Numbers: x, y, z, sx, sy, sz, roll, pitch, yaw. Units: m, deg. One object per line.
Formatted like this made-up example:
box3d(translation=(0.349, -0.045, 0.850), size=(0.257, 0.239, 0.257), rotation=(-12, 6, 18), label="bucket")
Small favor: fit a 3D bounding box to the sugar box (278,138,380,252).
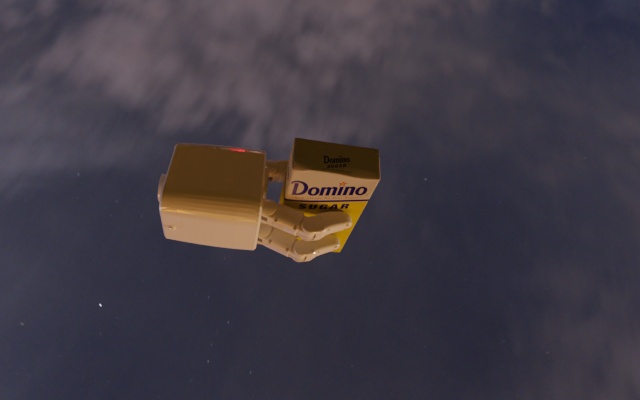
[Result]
box3d(translation=(0.000, 0.002, 0.556), size=(0.093, 0.048, 0.176), rotation=(7, -30, -8), label="sugar box")
